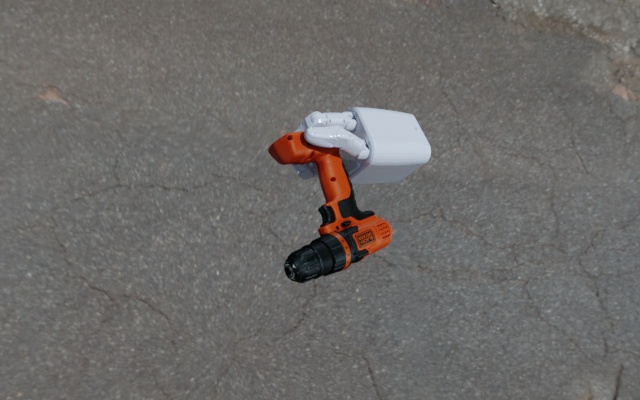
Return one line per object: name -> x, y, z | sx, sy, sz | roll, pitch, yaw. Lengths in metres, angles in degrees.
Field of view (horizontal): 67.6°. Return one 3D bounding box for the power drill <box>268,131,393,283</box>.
power drill -> 0.000, 0.002, 0.631 | 0.184, 0.187, 0.057 | -17, -7, -44
